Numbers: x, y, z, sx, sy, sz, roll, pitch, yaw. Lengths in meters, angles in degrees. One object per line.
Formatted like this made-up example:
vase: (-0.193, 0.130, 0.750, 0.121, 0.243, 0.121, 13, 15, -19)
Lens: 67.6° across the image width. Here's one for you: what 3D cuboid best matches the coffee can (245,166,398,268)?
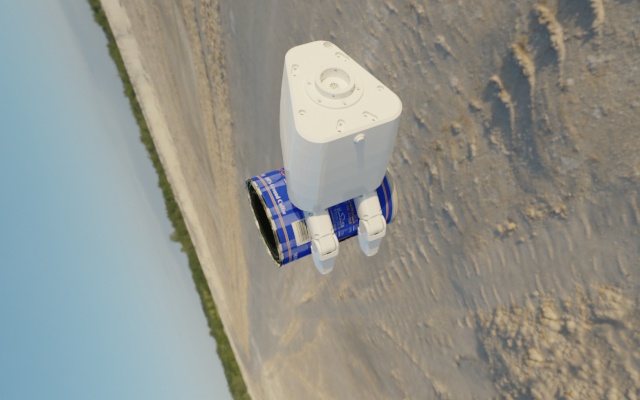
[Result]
coffee can: (0.000, 0.002, 0.534, 0.140, 0.103, 0.103, -20, 6, -16)
